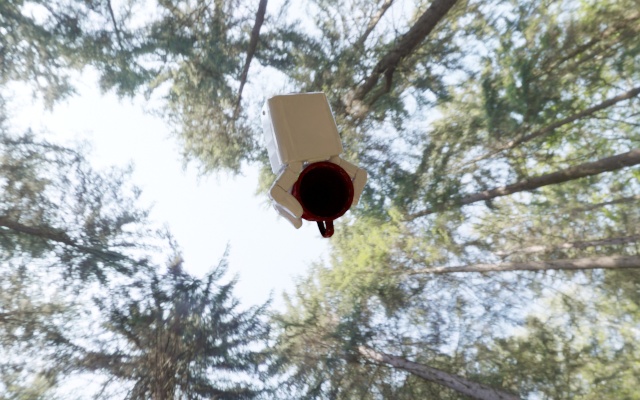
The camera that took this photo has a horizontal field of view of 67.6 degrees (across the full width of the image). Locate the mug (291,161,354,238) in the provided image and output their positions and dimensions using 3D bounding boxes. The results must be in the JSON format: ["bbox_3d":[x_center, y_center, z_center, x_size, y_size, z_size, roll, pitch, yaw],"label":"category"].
[{"bbox_3d":[0.000,0.004,0.763,0.093,0.117,0.081,-13,-4,-16],"label":"mug"}]
